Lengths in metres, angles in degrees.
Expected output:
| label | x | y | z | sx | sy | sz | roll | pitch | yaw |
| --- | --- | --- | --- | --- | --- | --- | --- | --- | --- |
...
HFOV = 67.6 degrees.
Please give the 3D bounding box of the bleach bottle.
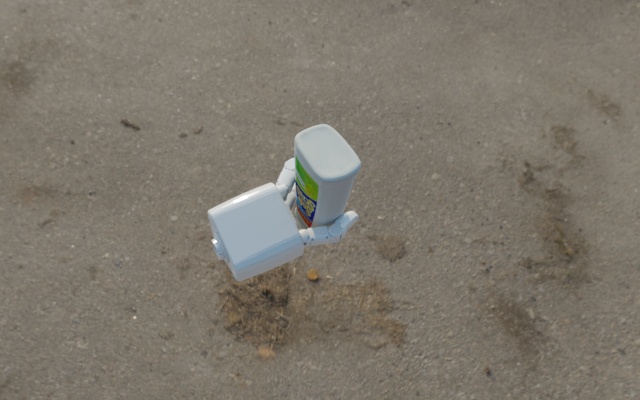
| label | x | y | z | sx | sy | sz | roll | pitch | yaw |
| --- | --- | --- | --- | --- | --- | --- | --- | --- | --- |
| bleach bottle | 0.000 | 0.002 | 0.742 | 0.068 | 0.102 | 0.251 | -24 | -29 | -20 |
